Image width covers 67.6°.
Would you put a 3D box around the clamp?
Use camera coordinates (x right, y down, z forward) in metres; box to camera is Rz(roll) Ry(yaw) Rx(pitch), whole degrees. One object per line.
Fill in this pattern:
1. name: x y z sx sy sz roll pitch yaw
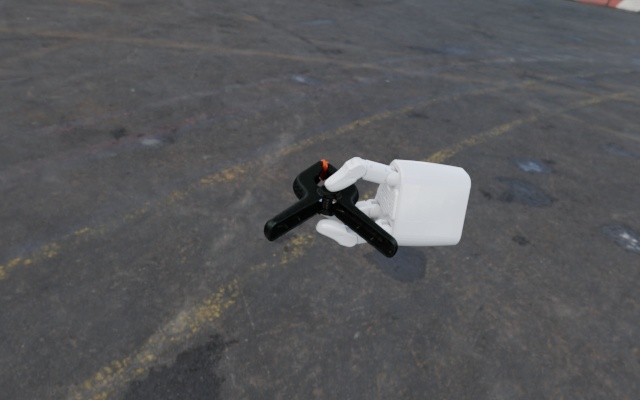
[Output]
1. clamp: 0.000 0.001 0.646 0.164 0.036 0.209 6 30 -15
